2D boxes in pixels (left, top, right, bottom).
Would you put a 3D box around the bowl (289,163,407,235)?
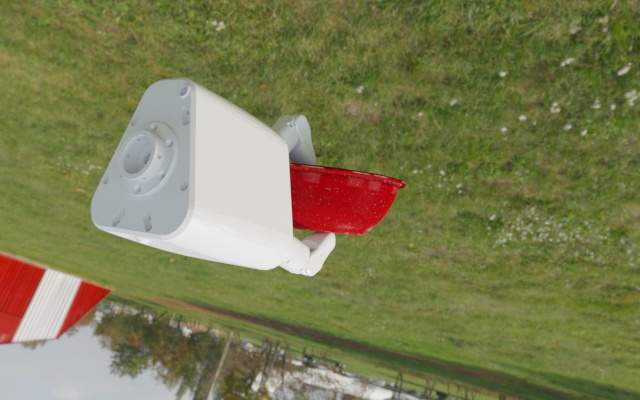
[{"bbox_3d":[0.001,0.002,0.468,0.162,0.055,0.162,6,-2,0],"label":"bowl"}]
